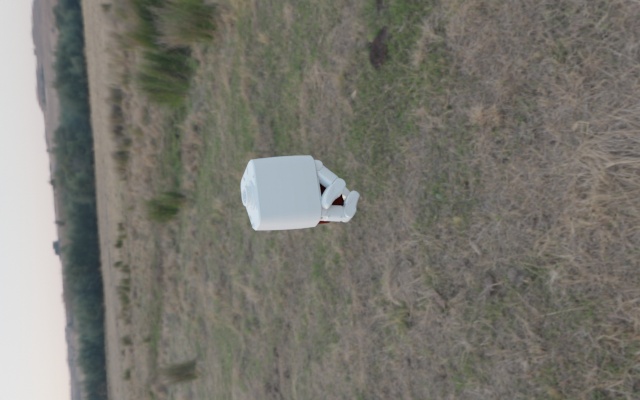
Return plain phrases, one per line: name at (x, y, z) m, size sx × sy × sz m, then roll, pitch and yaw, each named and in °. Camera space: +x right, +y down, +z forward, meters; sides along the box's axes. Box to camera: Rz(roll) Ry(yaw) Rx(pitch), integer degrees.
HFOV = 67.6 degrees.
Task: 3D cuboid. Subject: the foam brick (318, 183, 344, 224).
foam brick at (0.000, 0.003, 0.842) m, size 0.051 × 0.053 × 0.078 m, roll -5°, pitch -26°, yaw -24°
